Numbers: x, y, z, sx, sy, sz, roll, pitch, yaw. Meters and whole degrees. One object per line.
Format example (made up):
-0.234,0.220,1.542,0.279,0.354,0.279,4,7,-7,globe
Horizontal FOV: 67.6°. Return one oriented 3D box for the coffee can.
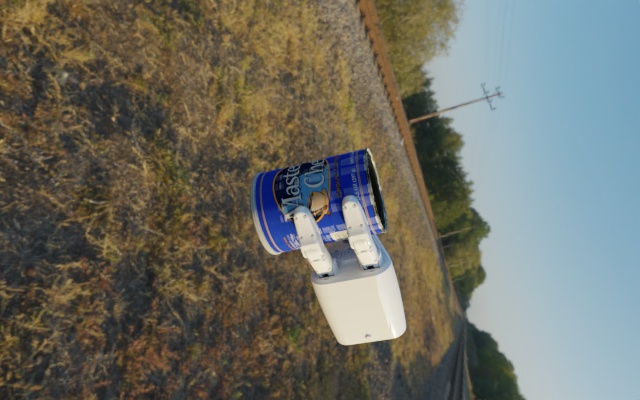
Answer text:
0.000,0.002,0.574,0.140,0.103,0.103,-12,-3,13,coffee can
